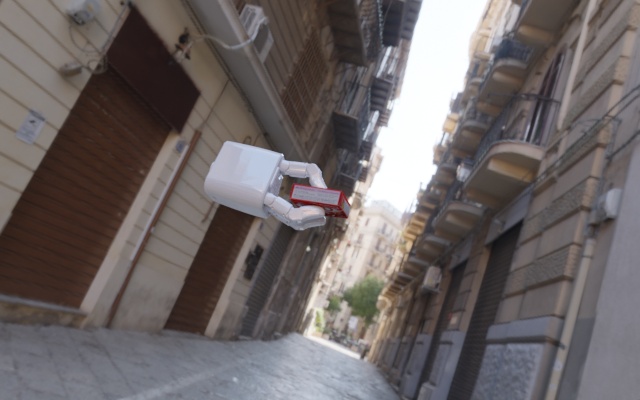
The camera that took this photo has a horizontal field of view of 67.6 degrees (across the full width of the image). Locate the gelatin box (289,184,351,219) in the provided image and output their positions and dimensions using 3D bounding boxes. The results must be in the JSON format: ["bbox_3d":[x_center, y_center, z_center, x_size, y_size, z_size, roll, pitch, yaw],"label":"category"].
[{"bbox_3d":[0.001,0.002,0.807,0.089,0.030,0.073,8,-16,18],"label":"gelatin box"}]
